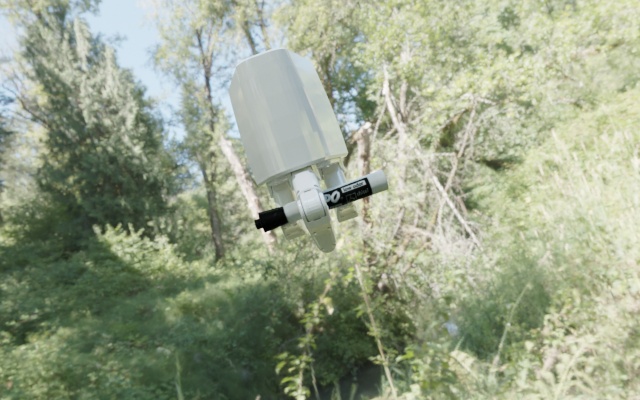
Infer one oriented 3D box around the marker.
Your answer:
[{"bbox_3d":[0.000,0.001,0.420,0.121,0.020,0.020,-19,0,0],"label":"marker"}]
